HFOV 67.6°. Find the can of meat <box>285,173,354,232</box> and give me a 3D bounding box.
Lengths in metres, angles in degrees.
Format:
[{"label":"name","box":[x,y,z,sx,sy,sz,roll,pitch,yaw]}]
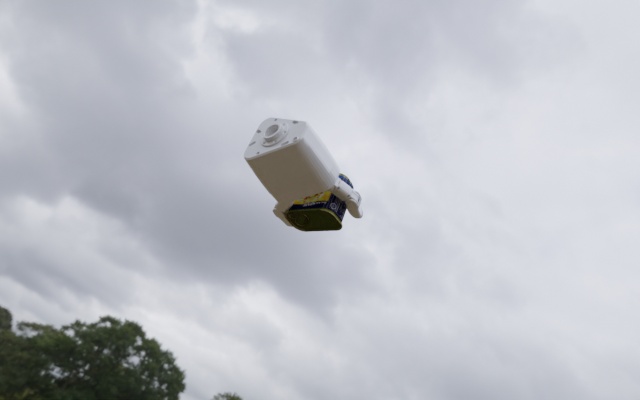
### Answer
[{"label":"can of meat","box":[0.000,0.002,0.818,0.102,0.084,0.057,-5,-41,36]}]
